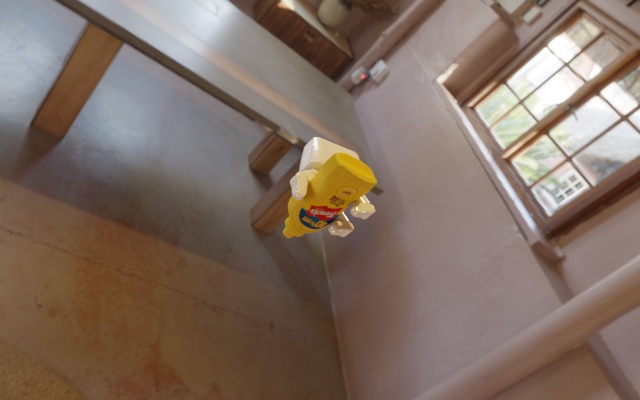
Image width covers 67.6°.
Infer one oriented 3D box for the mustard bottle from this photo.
[{"bbox_3d":[0.000,0.003,0.830,0.096,0.058,0.192,21,-54,-42],"label":"mustard bottle"}]
